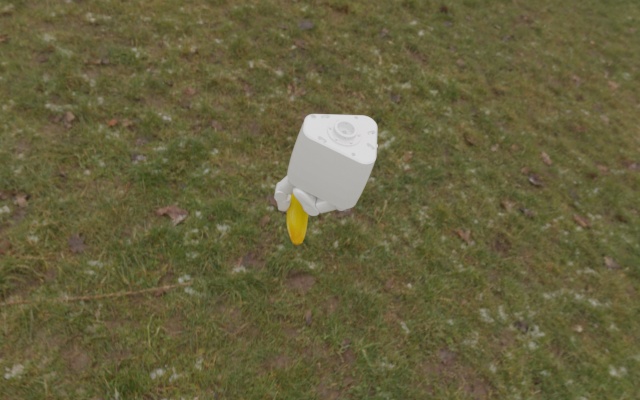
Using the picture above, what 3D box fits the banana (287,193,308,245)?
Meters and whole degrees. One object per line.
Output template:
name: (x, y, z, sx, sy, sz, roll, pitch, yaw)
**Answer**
banana: (-0.014, -0.009, 0.823, 0.069, 0.197, 0.037, 33, -37, 7)
